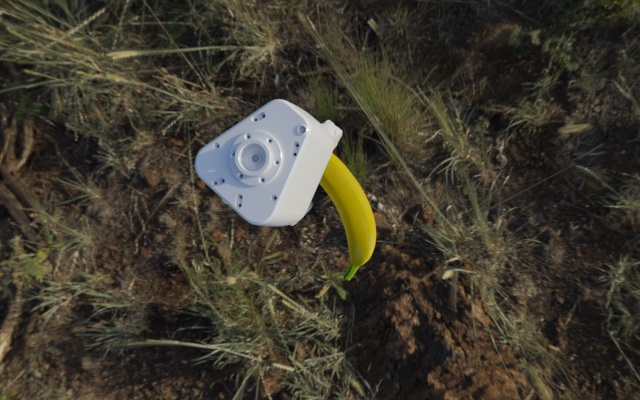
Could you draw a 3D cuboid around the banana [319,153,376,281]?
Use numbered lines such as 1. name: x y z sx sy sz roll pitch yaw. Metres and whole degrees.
1. banana: 0.018 -0.003 0.578 0.069 0.198 0.037 -25 -2 12
